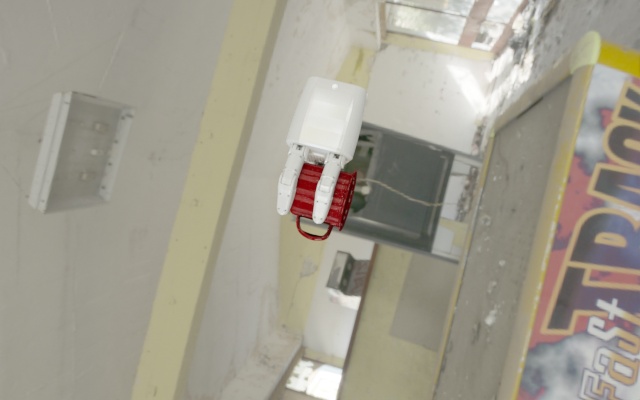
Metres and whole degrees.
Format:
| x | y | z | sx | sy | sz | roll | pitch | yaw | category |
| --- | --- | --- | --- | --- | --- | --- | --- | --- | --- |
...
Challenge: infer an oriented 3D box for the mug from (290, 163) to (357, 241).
| x | y | z | sx | sy | sz | roll | pitch | yaw | category |
| --- | --- | --- | --- | --- | --- | --- | --- | --- | --- |
| 0.000 | 0.004 | 0.712 | 0.081 | 0.117 | 0.093 | 15 | -11 | 9 | mug |
